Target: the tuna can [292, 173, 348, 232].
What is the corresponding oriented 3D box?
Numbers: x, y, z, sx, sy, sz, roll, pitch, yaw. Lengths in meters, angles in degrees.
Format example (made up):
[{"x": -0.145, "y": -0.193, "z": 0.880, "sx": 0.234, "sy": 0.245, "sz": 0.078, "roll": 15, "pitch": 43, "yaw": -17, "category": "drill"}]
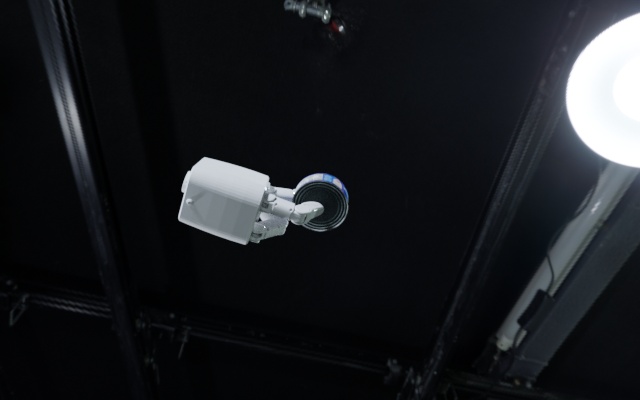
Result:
[{"x": 0.000, "y": 0.002, "z": 0.732, "sx": 0.086, "sy": 0.086, "sz": 0.033, "roll": 0, "pitch": 26, "yaw": 4, "category": "tuna can"}]
